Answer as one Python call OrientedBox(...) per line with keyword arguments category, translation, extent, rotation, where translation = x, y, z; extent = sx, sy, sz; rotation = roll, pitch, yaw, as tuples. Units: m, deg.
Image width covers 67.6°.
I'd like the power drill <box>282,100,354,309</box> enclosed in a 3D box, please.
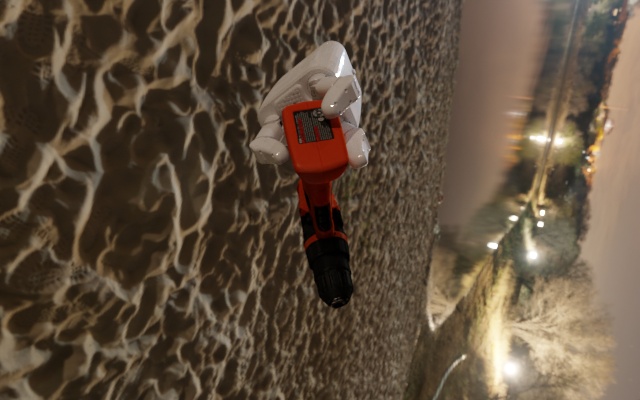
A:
OrientedBox(category="power drill", translation=(0.000, 0.001, 0.523), extent=(0.057, 0.184, 0.188), rotation=(-10, -39, -6))
